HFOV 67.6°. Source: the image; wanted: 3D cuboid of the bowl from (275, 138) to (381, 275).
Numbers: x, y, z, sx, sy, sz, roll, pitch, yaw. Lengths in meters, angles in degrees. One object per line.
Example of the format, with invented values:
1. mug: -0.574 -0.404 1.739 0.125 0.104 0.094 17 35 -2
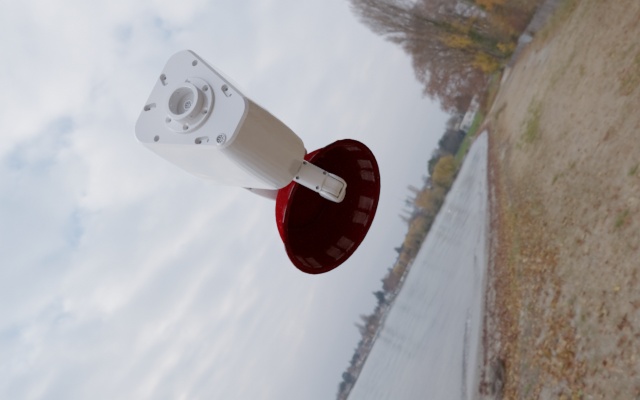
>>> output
1. bowl: 0.000 0.002 0.559 0.055 0.162 0.162 23 15 40
